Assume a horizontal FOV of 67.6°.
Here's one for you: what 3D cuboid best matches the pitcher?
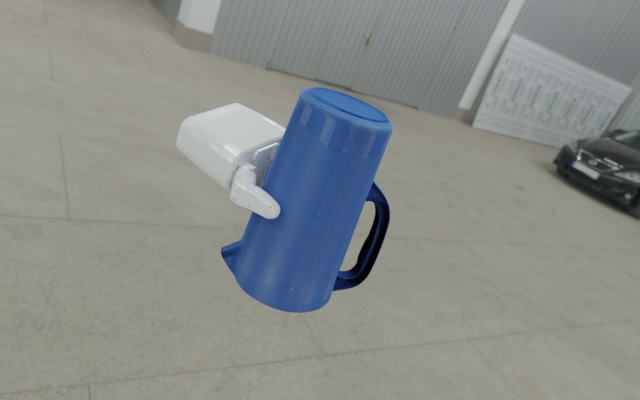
[{"bbox_3d":[0.000,0.002,0.563,0.145,0.243,0.149,34,26,26],"label":"pitcher"}]
